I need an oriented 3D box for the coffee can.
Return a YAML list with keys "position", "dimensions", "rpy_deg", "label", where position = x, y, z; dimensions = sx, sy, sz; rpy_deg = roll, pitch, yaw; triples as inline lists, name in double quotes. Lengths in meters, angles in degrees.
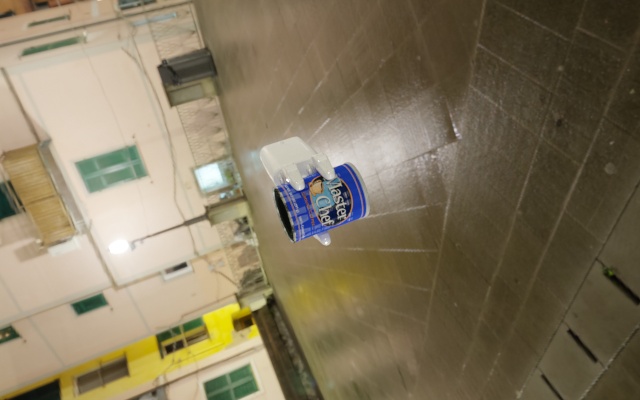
- position: [0.000, 0.003, 0.826]
  dimensions: [0.140, 0.103, 0.103]
  rpy_deg: [-19, 5, -14]
  label: "coffee can"
